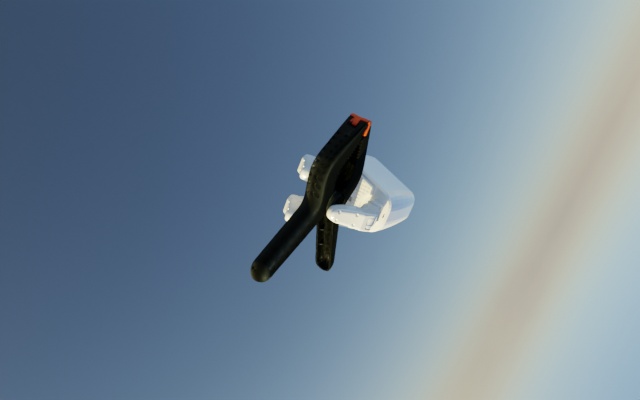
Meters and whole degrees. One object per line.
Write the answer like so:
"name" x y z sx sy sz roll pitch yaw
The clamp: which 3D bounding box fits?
"clamp" 0.001 0.002 0.547 0.036 0.210 0.164 28 17 25
